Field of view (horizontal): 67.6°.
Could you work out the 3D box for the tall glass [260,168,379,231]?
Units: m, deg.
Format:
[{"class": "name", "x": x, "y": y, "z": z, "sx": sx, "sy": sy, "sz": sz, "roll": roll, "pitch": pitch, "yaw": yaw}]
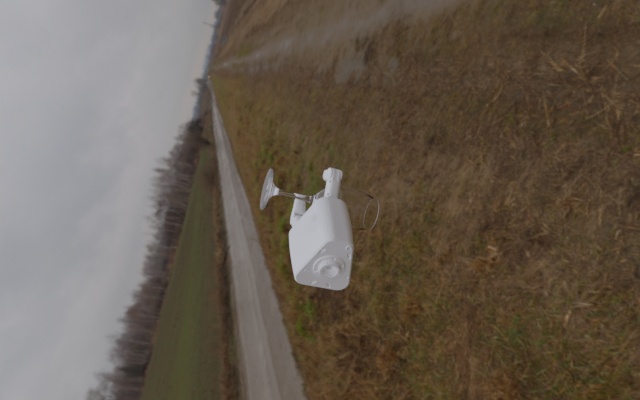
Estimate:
[{"class": "tall glass", "x": -0.001, "y": 0.002, "z": 0.843, "sx": 0.201, "sy": 0.079, "sz": 0.079, "roll": 13, "pitch": -4, "yaw": -16}]
